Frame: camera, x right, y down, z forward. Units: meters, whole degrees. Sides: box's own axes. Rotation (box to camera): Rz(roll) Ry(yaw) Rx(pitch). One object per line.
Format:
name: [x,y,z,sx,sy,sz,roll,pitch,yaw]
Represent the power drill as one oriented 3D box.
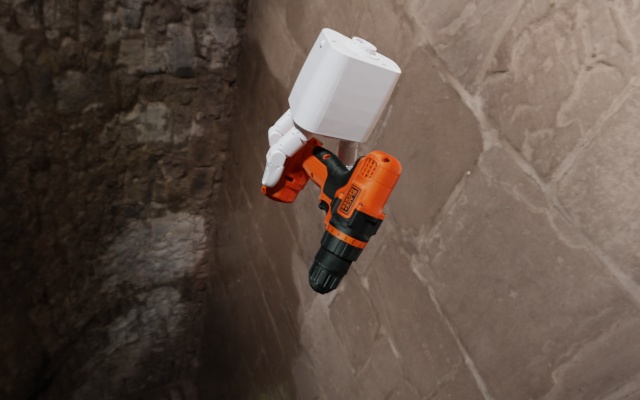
power drill: [0.000,0.002,0.614,0.057,0.184,0.187,23,8,-45]
